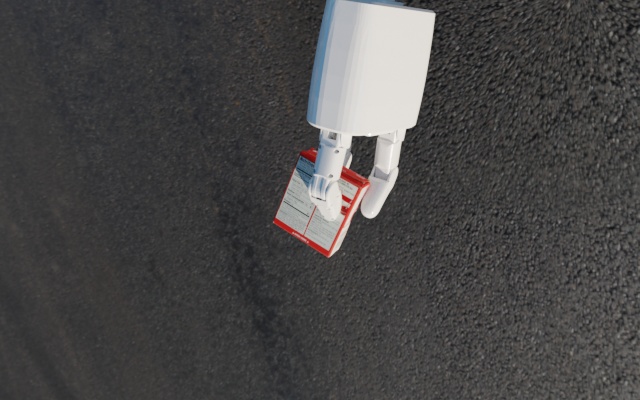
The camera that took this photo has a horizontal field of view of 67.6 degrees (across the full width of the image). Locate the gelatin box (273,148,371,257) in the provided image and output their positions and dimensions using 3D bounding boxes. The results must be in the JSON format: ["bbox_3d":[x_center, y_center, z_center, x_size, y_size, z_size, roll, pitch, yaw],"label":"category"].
[{"bbox_3d":[0.000,0.002,0.492,0.073,0.089,0.030,31,25,15],"label":"gelatin box"}]
